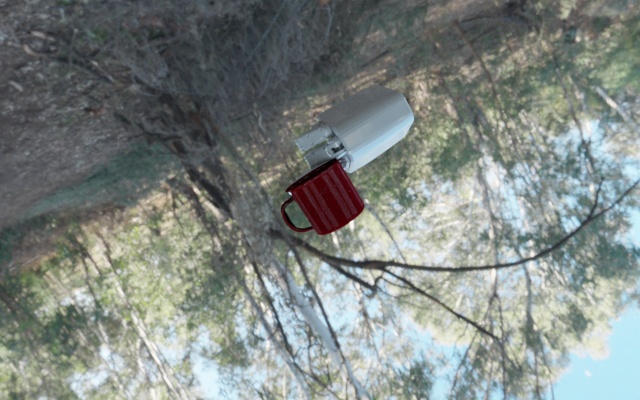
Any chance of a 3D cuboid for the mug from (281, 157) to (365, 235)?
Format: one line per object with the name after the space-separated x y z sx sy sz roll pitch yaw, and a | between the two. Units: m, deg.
-0.001 0.003 0.681 0.117 0.081 0.093 -32 9 -2 | mug
